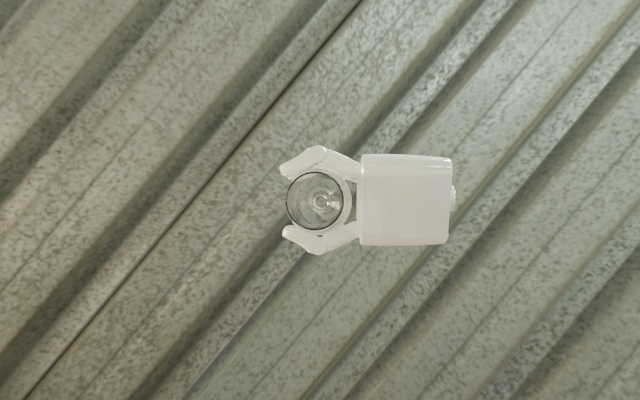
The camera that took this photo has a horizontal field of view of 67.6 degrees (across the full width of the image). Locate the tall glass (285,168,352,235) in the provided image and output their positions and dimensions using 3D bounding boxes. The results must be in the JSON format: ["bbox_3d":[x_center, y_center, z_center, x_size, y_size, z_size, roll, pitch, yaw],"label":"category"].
[{"bbox_3d":[0.000,0.002,0.597,0.079,0.079,0.201,0,-1,4],"label":"tall glass"}]
